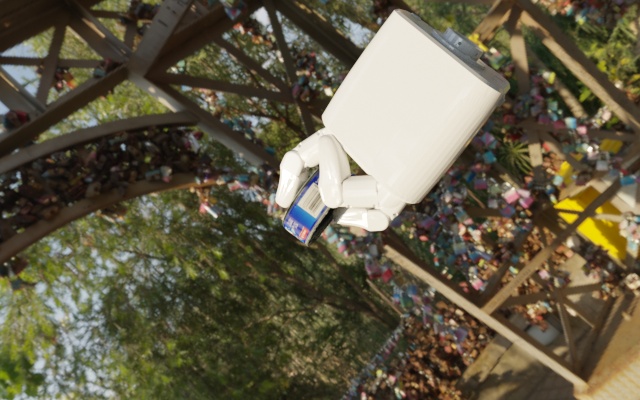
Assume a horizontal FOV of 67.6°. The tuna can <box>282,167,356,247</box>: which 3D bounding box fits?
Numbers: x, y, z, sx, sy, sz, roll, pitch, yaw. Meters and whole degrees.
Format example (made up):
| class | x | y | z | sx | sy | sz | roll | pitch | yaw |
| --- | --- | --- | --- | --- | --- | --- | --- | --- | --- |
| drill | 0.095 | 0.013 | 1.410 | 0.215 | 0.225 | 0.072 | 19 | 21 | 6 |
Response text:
| class | x | y | z | sx | sy | sz | roll | pitch | yaw |
| --- | --- | --- | --- | --- | --- | --- | --- | --- | --- |
| tuna can | 0.000 | 0.001 | 0.474 | 0.034 | 0.086 | 0.086 | 36 | 6 | 8 |
